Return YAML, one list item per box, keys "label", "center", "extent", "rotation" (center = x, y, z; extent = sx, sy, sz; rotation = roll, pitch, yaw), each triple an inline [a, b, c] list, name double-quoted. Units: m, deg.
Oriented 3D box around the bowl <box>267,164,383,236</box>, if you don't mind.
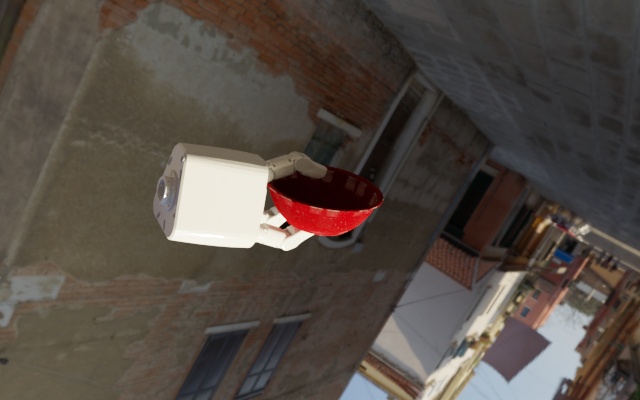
- label: "bowl"
  center: [0.001, 0.003, 0.645]
  extent: [0.162, 0.055, 0.162]
  rotation: [9, 23, -4]
